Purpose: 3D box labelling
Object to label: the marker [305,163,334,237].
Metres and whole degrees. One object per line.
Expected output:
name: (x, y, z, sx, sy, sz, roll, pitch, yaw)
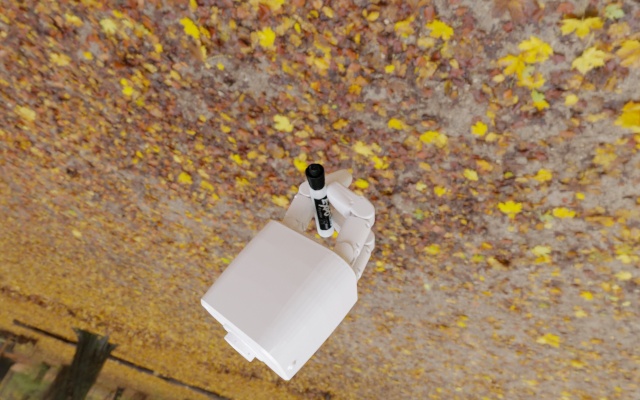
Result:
marker: (0.000, 0.002, 0.495, 0.020, 0.020, 0.121, 0, -32, 7)
